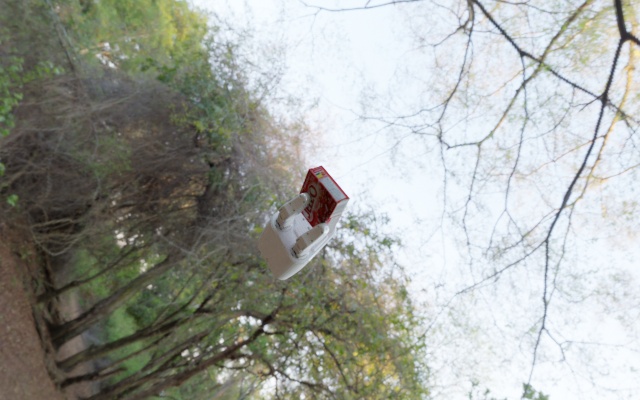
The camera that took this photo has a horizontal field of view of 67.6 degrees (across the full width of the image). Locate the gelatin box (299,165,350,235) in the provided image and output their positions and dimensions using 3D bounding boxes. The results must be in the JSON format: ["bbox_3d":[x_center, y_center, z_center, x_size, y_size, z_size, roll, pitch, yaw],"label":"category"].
[{"bbox_3d":[0.001,0.002,0.732,0.030,0.073,0.089,-21,-29,-35],"label":"gelatin box"}]
